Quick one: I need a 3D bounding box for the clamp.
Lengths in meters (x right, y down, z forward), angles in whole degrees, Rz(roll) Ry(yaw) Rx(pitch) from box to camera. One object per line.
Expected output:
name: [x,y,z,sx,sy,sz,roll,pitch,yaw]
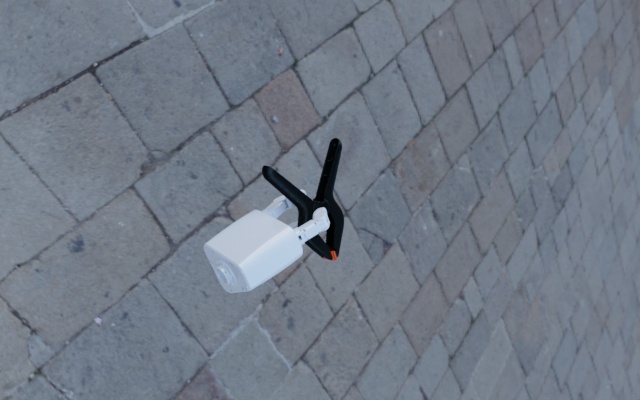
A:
clamp: [0.001,0.003,0.827,0.164,0.210,0.036,-33,23,-30]
